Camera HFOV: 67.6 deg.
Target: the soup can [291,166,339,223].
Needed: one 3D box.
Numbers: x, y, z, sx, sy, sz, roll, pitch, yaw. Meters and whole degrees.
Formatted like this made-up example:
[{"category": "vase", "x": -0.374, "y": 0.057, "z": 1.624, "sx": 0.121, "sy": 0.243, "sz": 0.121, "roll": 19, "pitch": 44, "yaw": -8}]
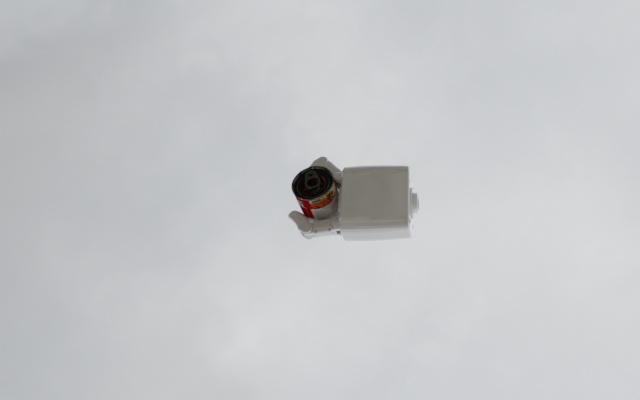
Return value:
[{"category": "soup can", "x": 0.000, "y": 0.003, "z": 0.772, "sx": 0.068, "sy": 0.068, "sz": 0.102, "roll": 0, "pitch": -37, "yaw": 18}]
